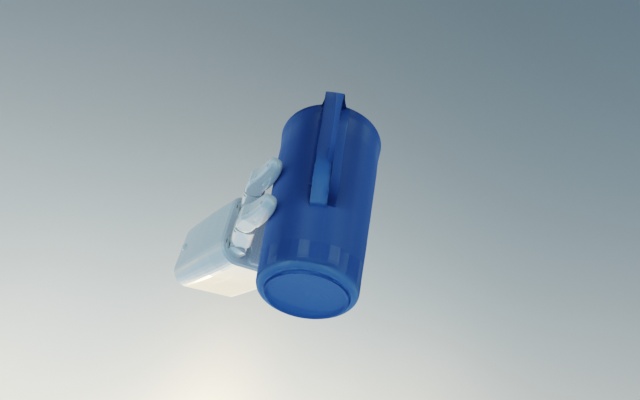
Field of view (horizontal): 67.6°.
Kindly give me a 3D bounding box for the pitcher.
[{"bbox_3d":[0.000,0.002,0.555,0.145,0.242,0.149,-26,-52,32],"label":"pitcher"}]
